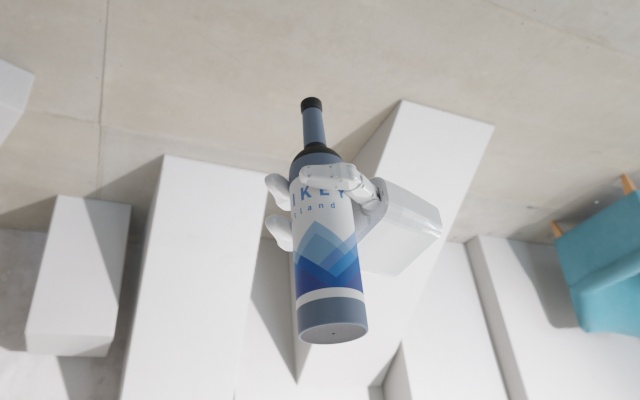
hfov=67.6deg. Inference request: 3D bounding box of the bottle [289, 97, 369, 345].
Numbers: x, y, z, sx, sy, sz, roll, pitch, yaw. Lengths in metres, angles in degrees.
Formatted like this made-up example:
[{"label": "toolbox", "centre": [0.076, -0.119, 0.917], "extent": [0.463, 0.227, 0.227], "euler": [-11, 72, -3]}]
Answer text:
[{"label": "bottle", "centre": [0.000, 0.002, 0.524], "extent": [0.069, 0.295, 0.069], "euler": [-4, -32, -3]}]
